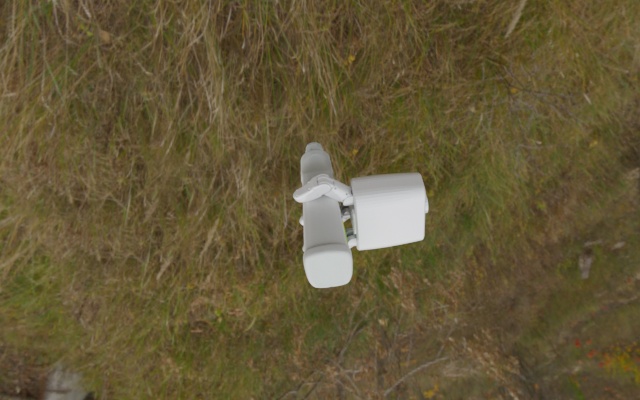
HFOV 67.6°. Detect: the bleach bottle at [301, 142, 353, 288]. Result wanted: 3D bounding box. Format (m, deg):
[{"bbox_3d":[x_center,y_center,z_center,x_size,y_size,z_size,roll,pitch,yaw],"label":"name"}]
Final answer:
[{"bbox_3d":[0.000,0.003,0.742,0.068,0.250,0.103,-7,-38,0],"label":"bleach bottle"}]
